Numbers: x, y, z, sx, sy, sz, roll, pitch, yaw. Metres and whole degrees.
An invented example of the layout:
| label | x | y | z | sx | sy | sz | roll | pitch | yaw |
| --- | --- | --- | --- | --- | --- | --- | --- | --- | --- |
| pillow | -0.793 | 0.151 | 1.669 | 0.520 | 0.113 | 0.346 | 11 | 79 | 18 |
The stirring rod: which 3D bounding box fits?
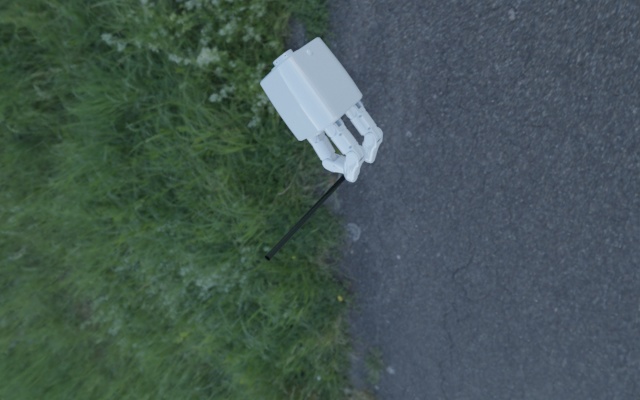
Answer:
| label | x | y | z | sx | sy | sz | roll | pitch | yaw |
| --- | --- | --- | --- | --- | --- | --- | --- | --- | --- |
| stirring rod | 0.000 | 0.002 | 0.667 | 0.011 | 0.011 | 0.239 | 0 | 35 | 43 |
